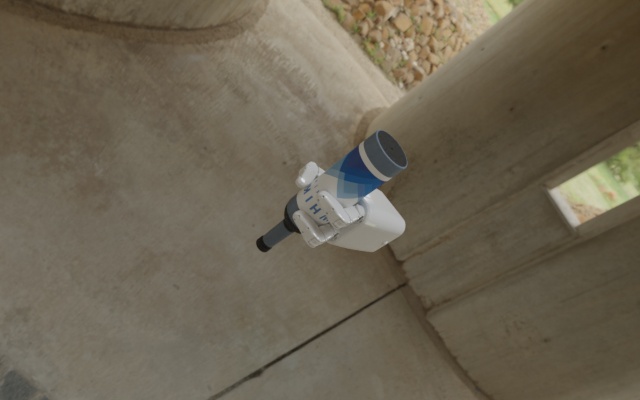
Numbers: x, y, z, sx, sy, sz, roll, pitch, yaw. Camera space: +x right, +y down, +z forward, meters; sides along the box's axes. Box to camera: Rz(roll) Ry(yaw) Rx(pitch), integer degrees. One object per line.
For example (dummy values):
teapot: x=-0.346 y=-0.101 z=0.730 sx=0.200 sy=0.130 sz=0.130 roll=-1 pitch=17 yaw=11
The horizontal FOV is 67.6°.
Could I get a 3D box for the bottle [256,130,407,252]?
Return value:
bottle: x=0.000 y=0.002 z=0.746 sx=0.296 sy=0.069 sz=0.069 roll=-37 pitch=-21 yaw=31
